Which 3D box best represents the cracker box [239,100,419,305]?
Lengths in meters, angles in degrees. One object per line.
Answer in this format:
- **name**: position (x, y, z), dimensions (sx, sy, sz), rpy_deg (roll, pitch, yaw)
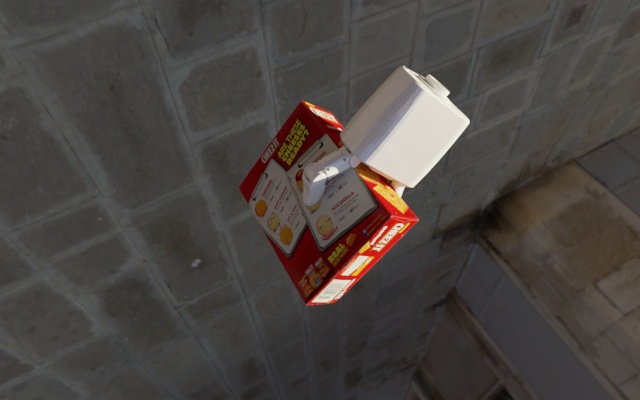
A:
- **cracker box**: position (0.000, 0.002, 0.627), dimensions (0.072, 0.164, 0.213), rpy_deg (10, 37, -49)
